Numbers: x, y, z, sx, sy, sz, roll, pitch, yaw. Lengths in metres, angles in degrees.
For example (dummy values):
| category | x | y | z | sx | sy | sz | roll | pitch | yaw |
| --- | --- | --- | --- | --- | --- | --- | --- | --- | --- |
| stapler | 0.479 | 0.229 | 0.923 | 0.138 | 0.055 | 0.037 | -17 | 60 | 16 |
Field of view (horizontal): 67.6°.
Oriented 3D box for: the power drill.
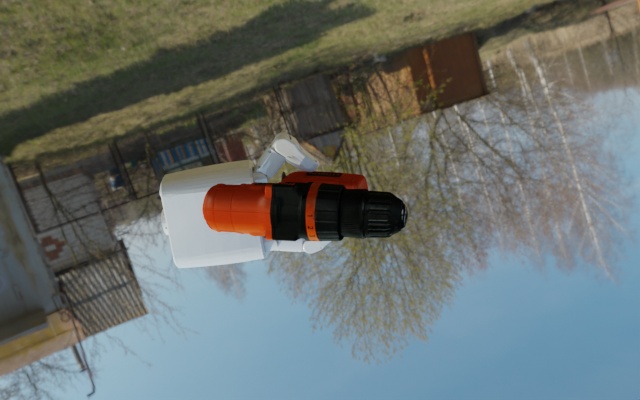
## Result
| category | x | y | z | sx | sy | sz | roll | pitch | yaw |
| --- | --- | --- | --- | --- | --- | --- | --- | --- | --- |
| power drill | 0.000 | 0.002 | 0.489 | 0.184 | 0.057 | 0.187 | 4 | 5 | 13 |
